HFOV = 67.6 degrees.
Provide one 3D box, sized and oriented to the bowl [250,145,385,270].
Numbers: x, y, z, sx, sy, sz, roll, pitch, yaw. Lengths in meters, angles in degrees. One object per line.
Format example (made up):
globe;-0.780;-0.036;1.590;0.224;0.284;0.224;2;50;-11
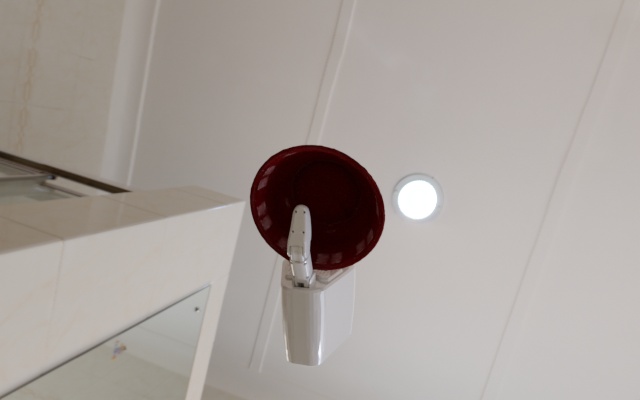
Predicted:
bowl;0.000;0.001;0.572;0.162;0.162;0.055;0;25;16
